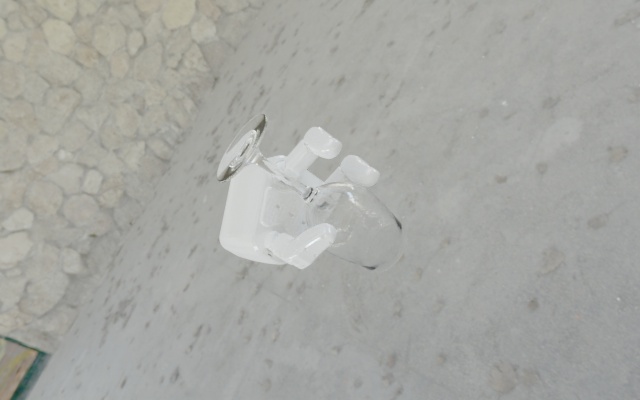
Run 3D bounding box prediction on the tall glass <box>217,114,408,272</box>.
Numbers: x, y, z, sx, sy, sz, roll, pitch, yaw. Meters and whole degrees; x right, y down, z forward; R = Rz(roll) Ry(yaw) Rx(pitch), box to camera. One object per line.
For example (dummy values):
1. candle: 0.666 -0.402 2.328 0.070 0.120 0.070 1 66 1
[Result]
1. tall glass: 0.000 0.001 0.481 0.201 0.079 0.079 34 -17 -27
